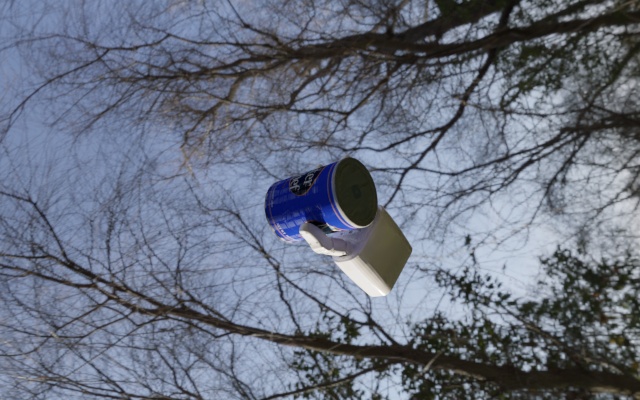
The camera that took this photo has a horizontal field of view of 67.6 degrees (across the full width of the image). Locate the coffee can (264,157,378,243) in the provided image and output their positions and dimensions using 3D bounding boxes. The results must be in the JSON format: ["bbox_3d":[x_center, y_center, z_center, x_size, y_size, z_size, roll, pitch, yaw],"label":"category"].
[{"bbox_3d":[0.000,0.002,0.722,0.140,0.103,0.103,-16,-10,38],"label":"coffee can"}]
